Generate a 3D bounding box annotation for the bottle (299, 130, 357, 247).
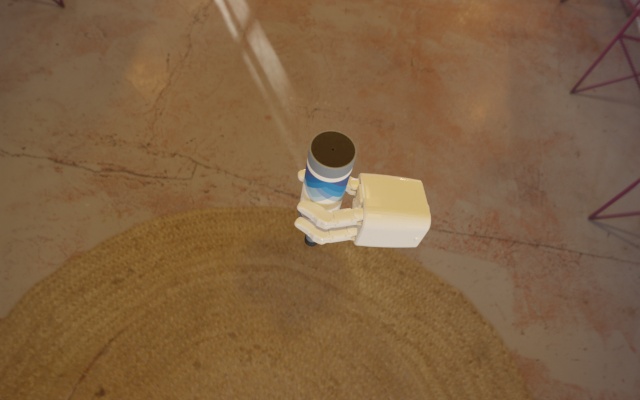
[{"bbox_3d":[0.000,0.002,0.785,0.069,0.069,0.296,0,-30,-8],"label":"bottle"}]
